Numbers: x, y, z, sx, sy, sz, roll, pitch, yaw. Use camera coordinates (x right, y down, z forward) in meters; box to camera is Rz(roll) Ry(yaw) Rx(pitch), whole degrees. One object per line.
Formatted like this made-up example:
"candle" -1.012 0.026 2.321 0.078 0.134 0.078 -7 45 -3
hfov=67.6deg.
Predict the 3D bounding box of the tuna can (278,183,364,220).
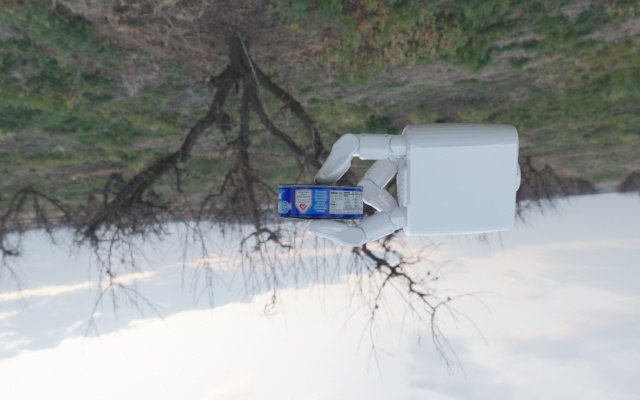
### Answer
"tuna can" 0.000 0.002 0.478 0.086 0.034 0.086 1 0 0
